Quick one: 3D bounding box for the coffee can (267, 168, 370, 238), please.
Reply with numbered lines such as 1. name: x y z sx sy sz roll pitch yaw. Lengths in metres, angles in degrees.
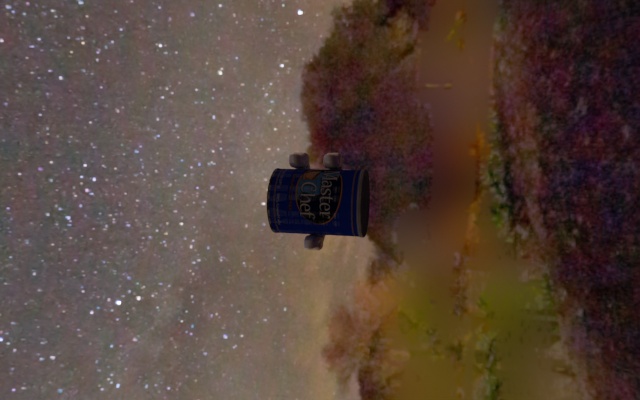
1. coffee can: 0.000 0.002 0.733 0.140 0.103 0.103 2 0 12
